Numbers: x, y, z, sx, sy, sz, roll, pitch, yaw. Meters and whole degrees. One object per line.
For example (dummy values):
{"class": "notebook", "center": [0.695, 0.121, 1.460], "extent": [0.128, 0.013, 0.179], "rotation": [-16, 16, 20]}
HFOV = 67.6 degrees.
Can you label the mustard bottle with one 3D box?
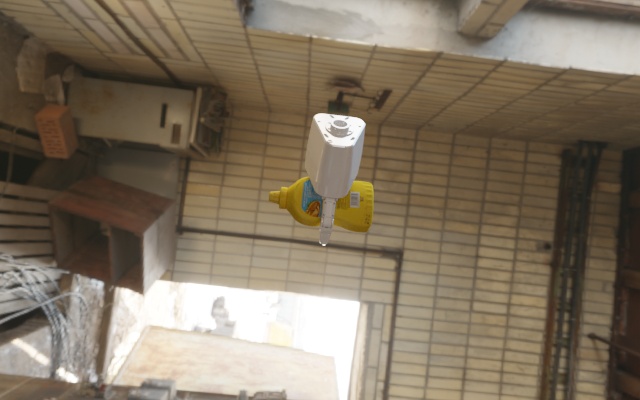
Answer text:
{"class": "mustard bottle", "center": [0.000, 0.003, 0.889], "extent": [0.191, 0.096, 0.058], "rotation": [6, -27, -3]}
